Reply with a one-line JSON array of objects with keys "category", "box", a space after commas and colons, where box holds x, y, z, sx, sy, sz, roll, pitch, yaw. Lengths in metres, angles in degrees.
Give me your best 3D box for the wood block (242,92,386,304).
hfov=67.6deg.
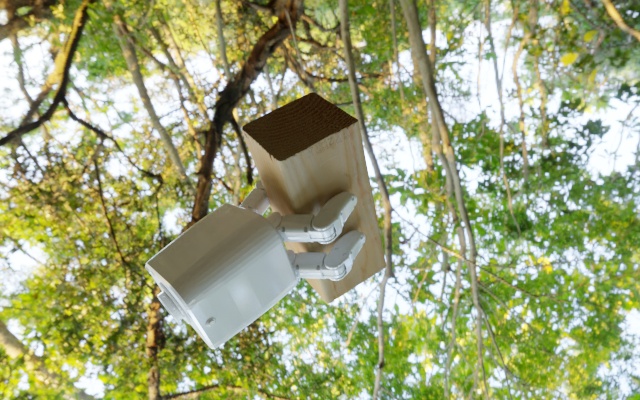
[{"category": "wood block", "box": [0.000, 0.002, 0.525, 0.090, 0.206, 0.090, -30, 42, -16]}]
